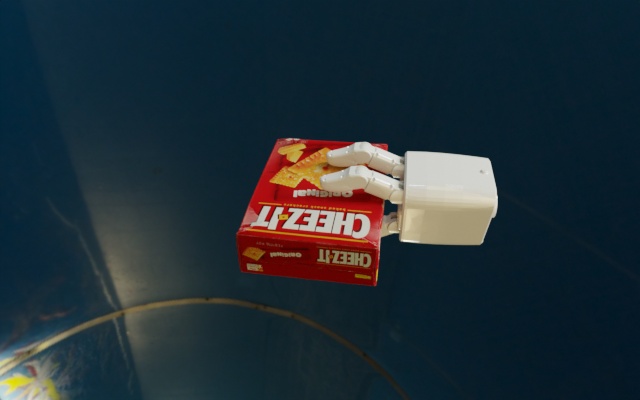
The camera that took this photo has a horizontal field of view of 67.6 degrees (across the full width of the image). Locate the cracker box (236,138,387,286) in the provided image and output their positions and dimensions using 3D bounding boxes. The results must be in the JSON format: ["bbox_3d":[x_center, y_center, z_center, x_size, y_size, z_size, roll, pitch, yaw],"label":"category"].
[{"bbox_3d":[0.000,0.002,0.620,0.164,0.072,0.213,4,38,8],"label":"cracker box"}]
